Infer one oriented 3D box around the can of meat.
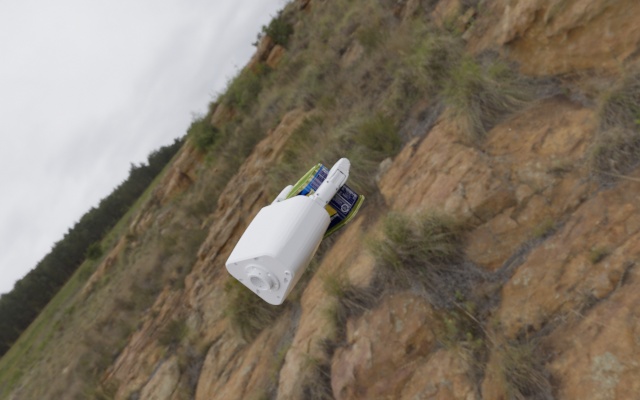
[{"bbox_3d":[0.000,0.002,0.705,0.084,0.057,0.102,39,-38,-9],"label":"can of meat"}]
